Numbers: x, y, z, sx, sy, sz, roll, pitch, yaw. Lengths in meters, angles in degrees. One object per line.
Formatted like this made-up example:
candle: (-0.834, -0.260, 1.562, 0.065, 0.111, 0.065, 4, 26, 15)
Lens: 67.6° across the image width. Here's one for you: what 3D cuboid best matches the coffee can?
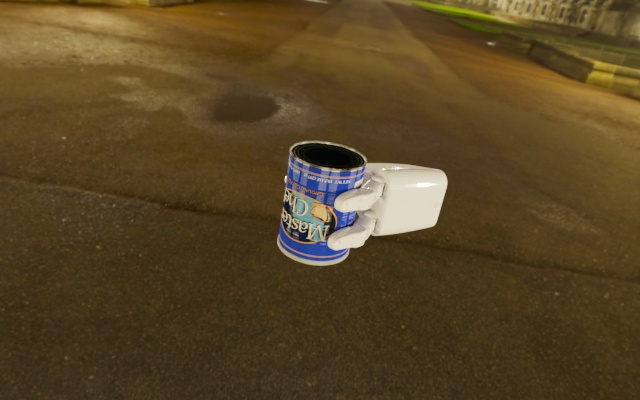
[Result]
coffee can: (0.000, 0.002, 0.649, 0.103, 0.140, 0.102, 8, 25, -4)
